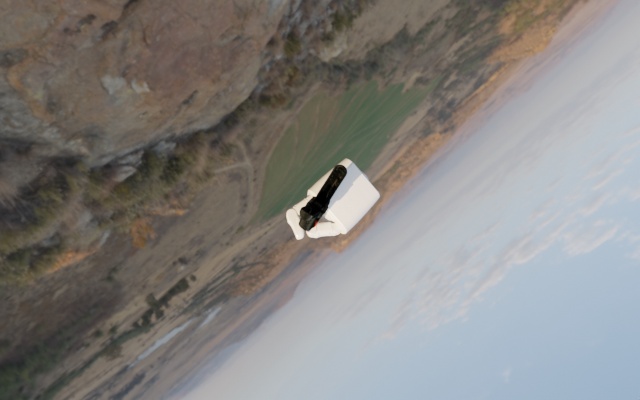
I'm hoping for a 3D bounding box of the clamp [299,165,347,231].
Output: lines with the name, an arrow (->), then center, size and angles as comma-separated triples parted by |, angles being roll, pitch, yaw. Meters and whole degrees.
clamp -> 0.001, 0.003, 0.862 | 0.039, 0.120, 0.171 | 43, -15, 4
